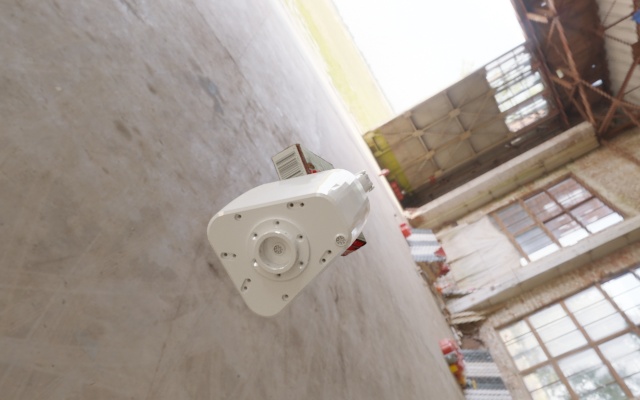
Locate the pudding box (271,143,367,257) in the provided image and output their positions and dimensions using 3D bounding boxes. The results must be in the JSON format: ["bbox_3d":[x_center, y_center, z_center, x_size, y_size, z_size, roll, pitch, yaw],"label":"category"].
[{"bbox_3d":[0.000,0.002,0.524,0.039,0.113,0.090,-28,-24,18],"label":"pudding box"}]
